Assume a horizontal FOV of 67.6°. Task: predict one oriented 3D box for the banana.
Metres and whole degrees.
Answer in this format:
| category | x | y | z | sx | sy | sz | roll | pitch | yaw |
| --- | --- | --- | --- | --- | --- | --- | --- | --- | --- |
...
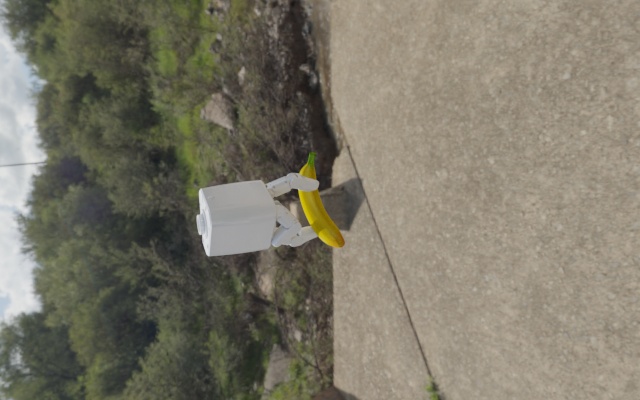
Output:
| category | x | y | z | sx | sy | sz | roll | pitch | yaw |
| --- | --- | --- | --- | --- | --- | --- | --- | --- | --- |
| banana | -0.006 | 0.010 | 0.858 | 0.037 | 0.197 | 0.070 | -7 | -30 | -23 |
